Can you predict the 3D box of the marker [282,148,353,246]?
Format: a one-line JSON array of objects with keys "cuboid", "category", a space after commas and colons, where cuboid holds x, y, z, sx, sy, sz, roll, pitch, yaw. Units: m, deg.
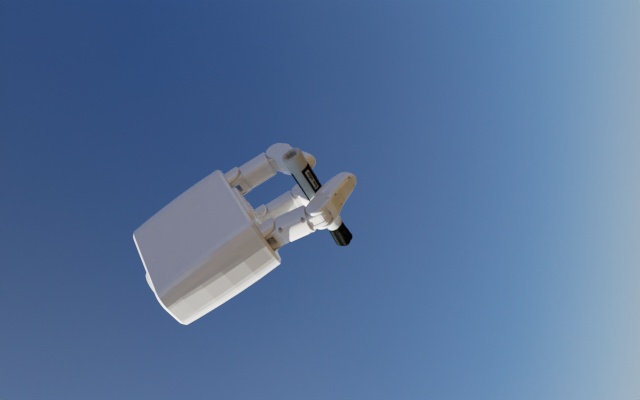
[{"cuboid": [0.000, 0.001, 0.455, 0.020, 0.020, 0.121, 0, -44, 37], "category": "marker"}]
